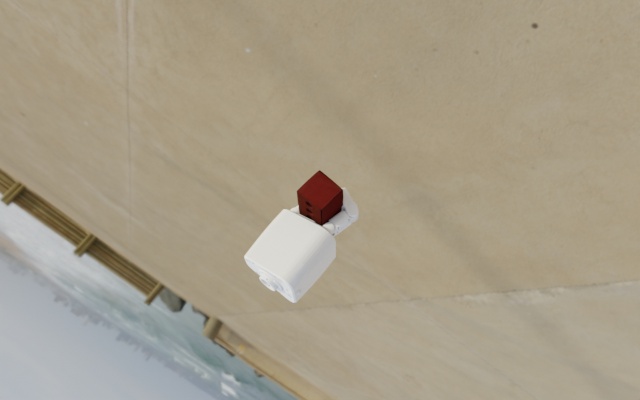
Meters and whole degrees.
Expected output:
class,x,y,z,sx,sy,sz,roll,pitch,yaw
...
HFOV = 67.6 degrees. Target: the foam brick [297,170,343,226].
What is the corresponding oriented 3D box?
class,x,y,z,sx,sy,sz,roll,pitch,yaw
foam brick,0.000,0.002,0.755,0.053,0.051,0.078,40,-21,21
